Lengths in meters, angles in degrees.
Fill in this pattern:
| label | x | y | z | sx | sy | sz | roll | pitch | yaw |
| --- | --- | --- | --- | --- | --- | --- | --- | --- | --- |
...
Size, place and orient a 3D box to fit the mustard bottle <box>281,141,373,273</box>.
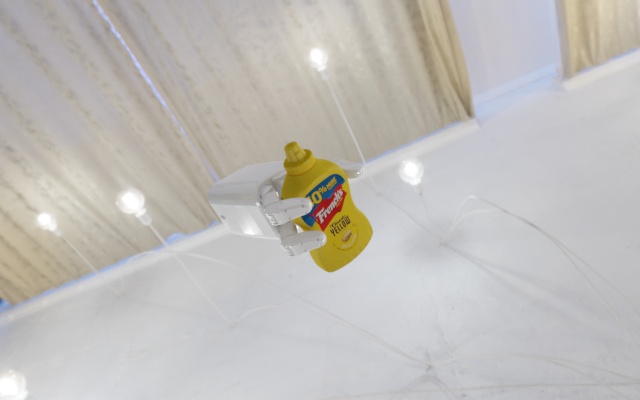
| label | x | y | z | sx | sy | sz | roll | pitch | yaw |
| --- | --- | --- | --- | --- | --- | --- | --- | --- | --- |
| mustard bottle | 0.000 | 0.002 | 0.646 | 0.096 | 0.192 | 0.058 | -39 | 34 | -17 |
